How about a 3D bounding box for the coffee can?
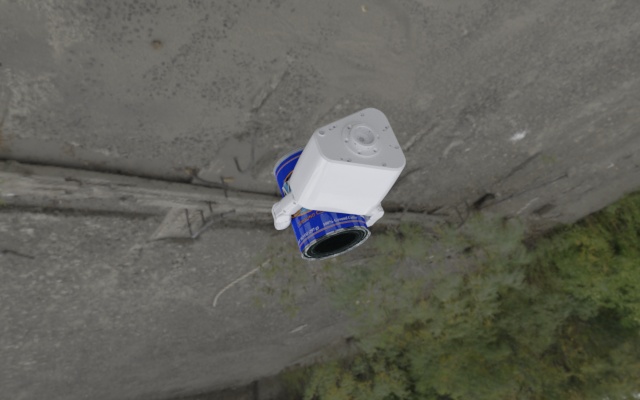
[{"bbox_3d":[0.000,0.002,0.695,0.103,0.140,0.103,-17,-23,-7],"label":"coffee can"}]
